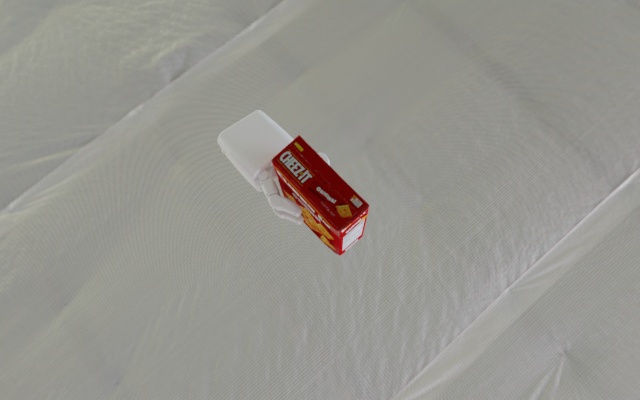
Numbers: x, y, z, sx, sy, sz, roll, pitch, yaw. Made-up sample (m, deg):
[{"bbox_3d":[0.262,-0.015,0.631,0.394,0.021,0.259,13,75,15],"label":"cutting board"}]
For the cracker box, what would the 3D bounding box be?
[{"bbox_3d":[0.000,0.003,0.836,0.072,0.164,0.214,-42,-14,-10],"label":"cracker box"}]
